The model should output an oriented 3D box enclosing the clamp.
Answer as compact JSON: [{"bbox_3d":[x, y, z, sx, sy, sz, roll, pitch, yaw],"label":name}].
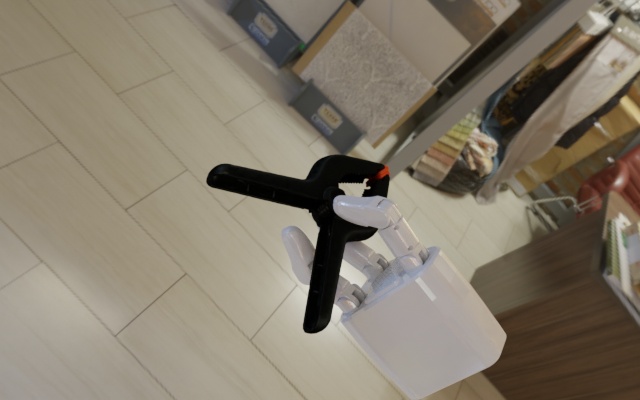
[{"bbox_3d":[0.001,0.001,0.463,0.036,0.164,0.210,-34,5,44],"label":"clamp"}]
